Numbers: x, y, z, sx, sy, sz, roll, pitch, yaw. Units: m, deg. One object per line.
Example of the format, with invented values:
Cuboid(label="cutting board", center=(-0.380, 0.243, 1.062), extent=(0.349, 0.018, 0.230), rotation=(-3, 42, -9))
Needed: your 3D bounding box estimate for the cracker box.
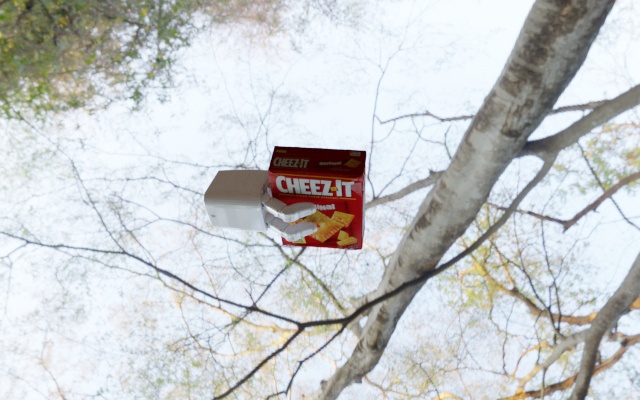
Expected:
Cuboid(label="cracker box", center=(0.000, 0.003, 0.881), extent=(0.164, 0.072, 0.214), rotation=(4, -41, 7))
